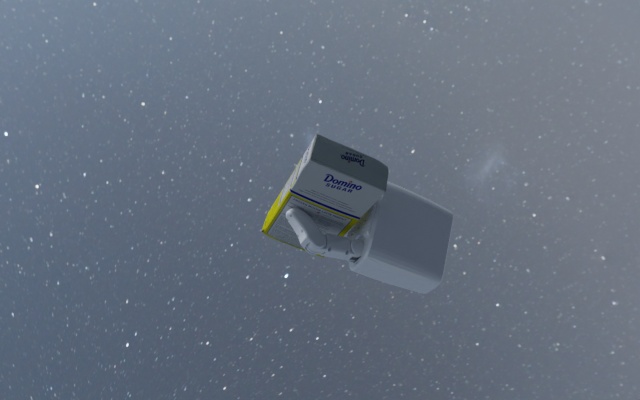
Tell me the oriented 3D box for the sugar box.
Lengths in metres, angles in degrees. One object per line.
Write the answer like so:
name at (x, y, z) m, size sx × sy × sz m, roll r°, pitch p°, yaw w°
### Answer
sugar box at (0.000, 0.002, 0.578) m, size 0.093 × 0.048 × 0.176 m, roll 22°, pitch -39°, yaw -13°
